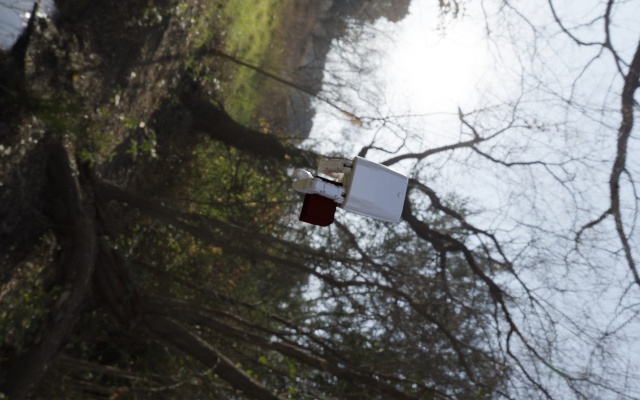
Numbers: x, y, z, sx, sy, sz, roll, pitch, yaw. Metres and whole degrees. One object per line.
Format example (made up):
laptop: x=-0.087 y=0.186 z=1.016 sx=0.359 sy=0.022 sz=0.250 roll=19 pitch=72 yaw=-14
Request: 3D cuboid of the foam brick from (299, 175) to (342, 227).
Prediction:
foam brick: x=0.000 y=0.003 z=0.848 sx=0.051 sy=0.078 sz=0.053 roll=18 pitch=-15 yaw=-13
